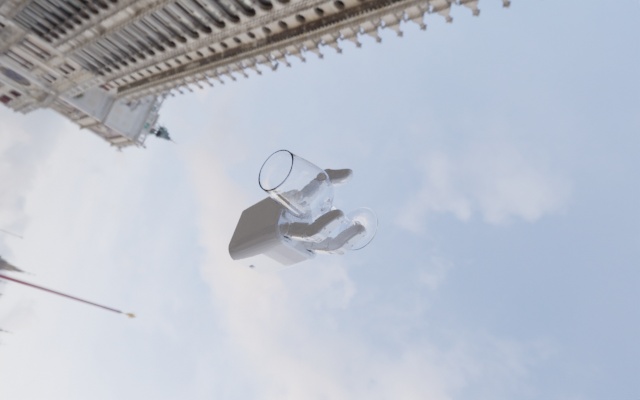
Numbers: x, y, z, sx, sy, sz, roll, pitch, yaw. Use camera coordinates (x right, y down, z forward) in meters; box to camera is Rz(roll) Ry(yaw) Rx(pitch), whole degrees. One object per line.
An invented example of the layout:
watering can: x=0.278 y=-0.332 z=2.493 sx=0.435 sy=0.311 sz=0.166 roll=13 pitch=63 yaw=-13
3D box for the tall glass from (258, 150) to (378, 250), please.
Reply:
tall glass: x=0.001 y=0.002 z=0.694 sx=0.079 sy=0.079 sz=0.201 roll=0 pitch=-26 yaw=41
